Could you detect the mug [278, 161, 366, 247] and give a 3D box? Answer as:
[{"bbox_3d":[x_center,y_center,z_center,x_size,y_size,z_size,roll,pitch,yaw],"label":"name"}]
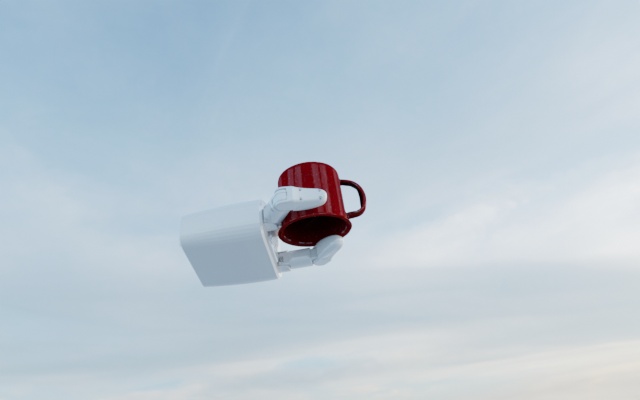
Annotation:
[{"bbox_3d":[0.001,0.002,0.612,0.117,0.081,0.093,-9,-29,2],"label":"mug"}]
